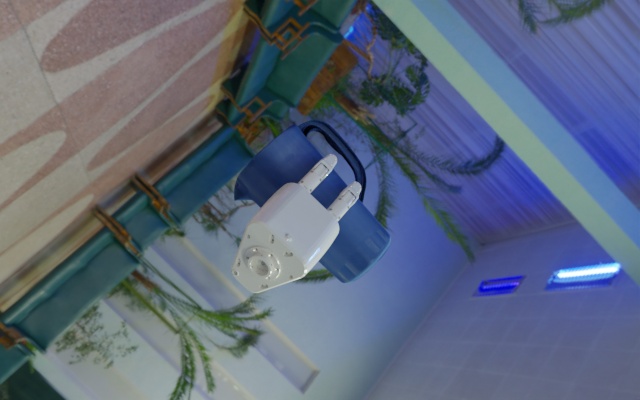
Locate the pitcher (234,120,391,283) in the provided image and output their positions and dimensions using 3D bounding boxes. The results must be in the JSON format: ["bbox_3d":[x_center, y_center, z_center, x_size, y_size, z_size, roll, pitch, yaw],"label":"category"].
[{"bbox_3d":[0.000,0.003,0.747,0.149,0.243,0.145,-42,4,35],"label":"pitcher"}]
